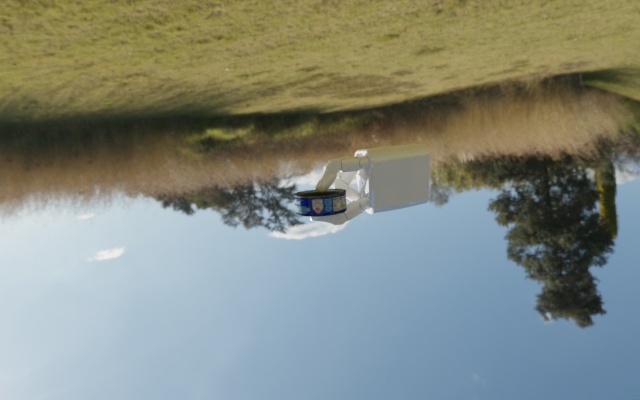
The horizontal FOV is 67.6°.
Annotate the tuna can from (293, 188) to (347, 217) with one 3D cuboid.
[{"bbox_3d":[0.000,0.003,0.776,0.086,0.034,0.086,-4,8,1],"label":"tuna can"}]
